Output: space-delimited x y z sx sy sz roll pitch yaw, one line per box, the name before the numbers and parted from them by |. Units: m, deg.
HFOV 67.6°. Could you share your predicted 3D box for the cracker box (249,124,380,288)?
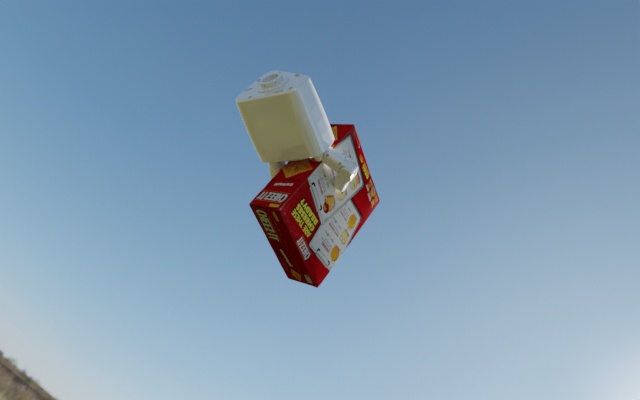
cracker box | 0.000 0.002 0.765 0.072 0.164 0.213 8 45 38
